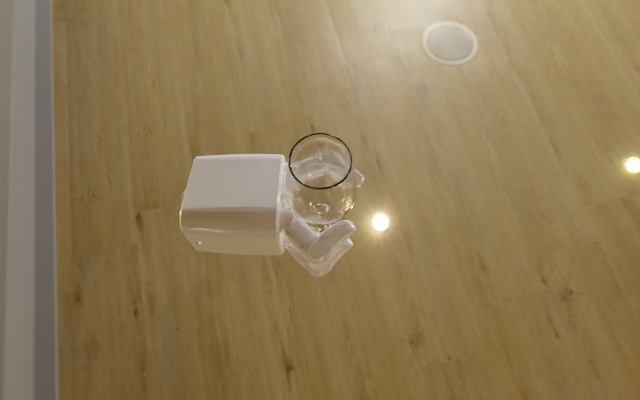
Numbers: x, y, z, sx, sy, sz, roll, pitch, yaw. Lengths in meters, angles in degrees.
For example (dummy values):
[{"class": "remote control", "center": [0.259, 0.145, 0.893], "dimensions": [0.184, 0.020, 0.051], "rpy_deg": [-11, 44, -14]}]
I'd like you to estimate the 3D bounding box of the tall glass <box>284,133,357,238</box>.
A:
[{"class": "tall glass", "center": [0.000, 0.002, 0.547], "dimensions": [0.079, 0.079, 0.201], "rpy_deg": [0, -24, 0]}]
